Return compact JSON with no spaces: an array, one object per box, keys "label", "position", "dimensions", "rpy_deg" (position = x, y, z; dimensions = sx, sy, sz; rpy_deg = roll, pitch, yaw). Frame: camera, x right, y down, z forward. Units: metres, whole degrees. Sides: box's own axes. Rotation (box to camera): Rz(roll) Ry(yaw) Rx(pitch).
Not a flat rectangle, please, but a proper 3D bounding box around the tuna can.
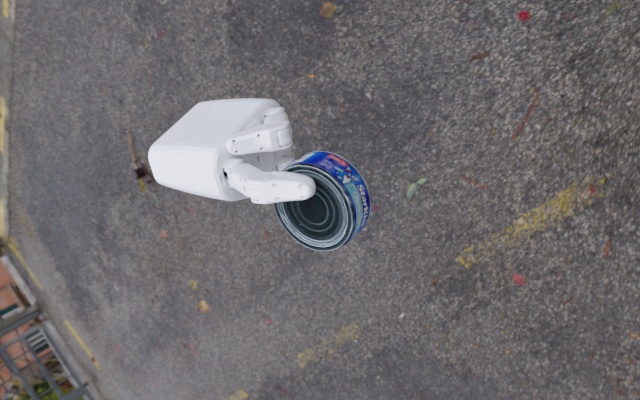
[{"label":"tuna can","position":[0.000,0.002,0.423],"dimensions":[0.086,0.086,0.033],"rpy_deg":[0,24,35]}]
